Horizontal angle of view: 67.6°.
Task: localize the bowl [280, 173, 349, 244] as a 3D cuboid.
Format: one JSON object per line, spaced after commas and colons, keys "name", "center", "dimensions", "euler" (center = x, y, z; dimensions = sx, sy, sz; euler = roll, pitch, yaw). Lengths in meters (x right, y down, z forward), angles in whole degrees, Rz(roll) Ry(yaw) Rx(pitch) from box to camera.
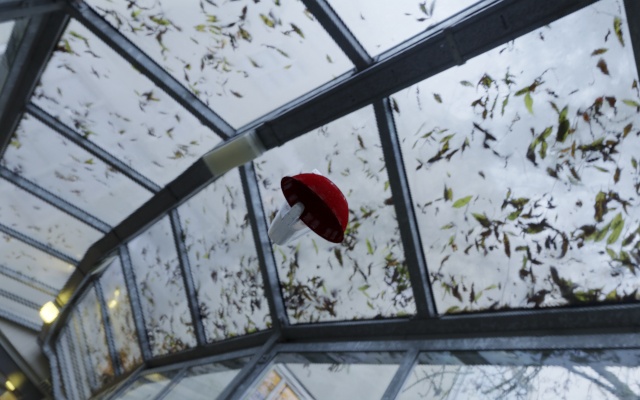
{"name": "bowl", "center": [0.001, 0.002, 0.888], "dimensions": [0.055, 0.162, 0.162], "euler": [-43, 18, -21]}
